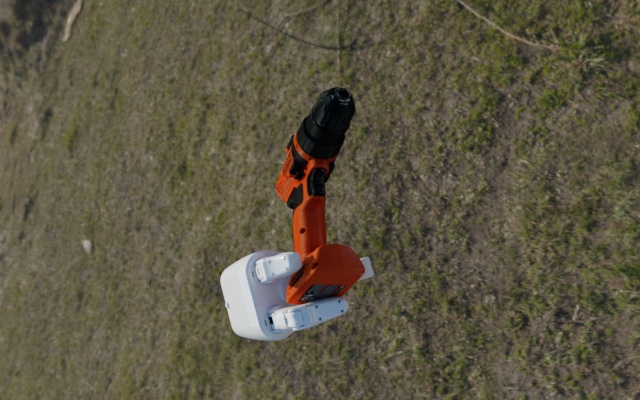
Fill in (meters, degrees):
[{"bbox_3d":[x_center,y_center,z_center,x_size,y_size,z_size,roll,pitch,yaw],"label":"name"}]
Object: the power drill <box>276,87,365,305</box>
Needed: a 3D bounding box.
[{"bbox_3d":[0.000,0.002,0.500,0.057,0.187,0.184,5,-33,-17],"label":"power drill"}]
